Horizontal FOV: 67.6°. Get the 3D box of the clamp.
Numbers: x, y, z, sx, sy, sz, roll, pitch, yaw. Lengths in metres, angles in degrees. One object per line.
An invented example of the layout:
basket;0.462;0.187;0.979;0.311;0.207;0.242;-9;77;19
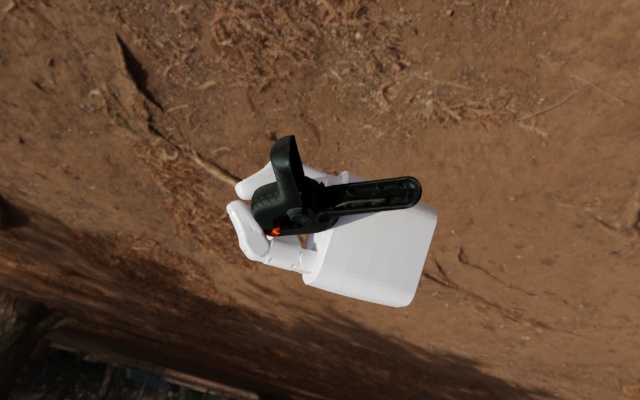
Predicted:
clamp;0.000;0.002;0.401;0.120;0.039;0.171;19;-21;-13
